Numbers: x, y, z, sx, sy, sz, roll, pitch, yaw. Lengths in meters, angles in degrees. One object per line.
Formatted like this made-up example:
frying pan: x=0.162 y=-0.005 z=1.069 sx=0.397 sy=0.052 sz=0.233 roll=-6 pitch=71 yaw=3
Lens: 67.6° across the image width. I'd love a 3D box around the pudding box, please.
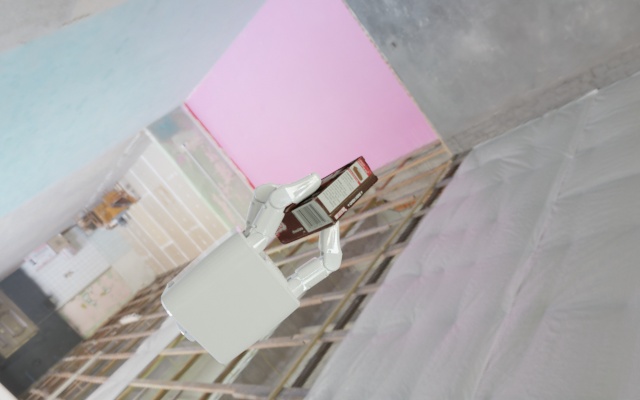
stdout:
pudding box: x=0.000 y=0.002 z=0.547 sx=0.090 sy=0.039 sz=0.113 roll=-44 pitch=12 yaw=-36
